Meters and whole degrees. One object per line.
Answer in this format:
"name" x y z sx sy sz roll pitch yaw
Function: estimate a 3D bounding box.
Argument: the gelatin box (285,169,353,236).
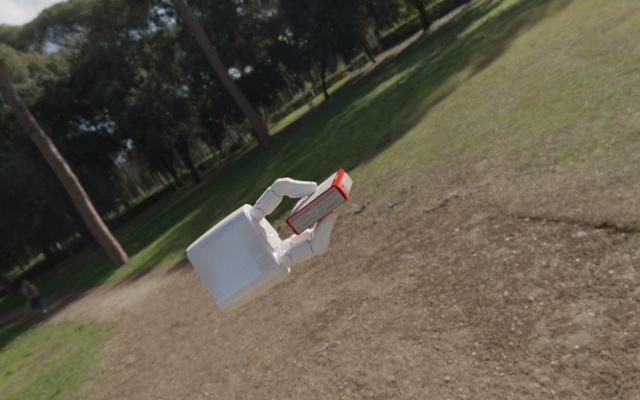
"gelatin box" 0.000 0.002 0.649 0.089 0.030 0.073 -37 9 20
